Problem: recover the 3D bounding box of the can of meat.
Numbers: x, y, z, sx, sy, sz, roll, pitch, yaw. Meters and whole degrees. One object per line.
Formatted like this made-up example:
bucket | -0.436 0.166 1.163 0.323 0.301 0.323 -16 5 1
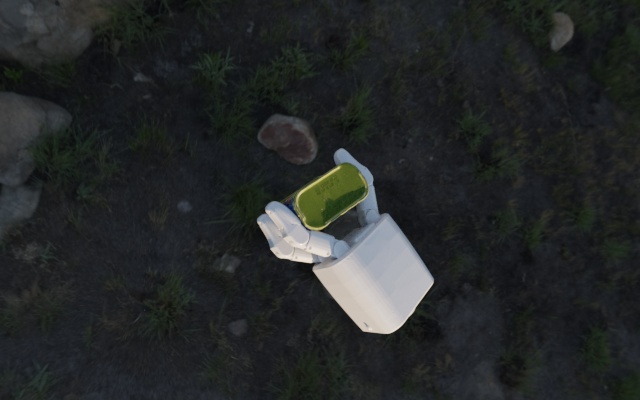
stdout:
can of meat | 0.000 0.002 0.585 0.102 0.057 0.084 -35 2 -23
